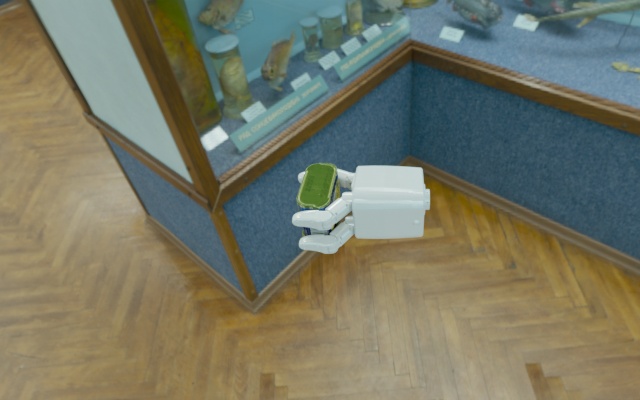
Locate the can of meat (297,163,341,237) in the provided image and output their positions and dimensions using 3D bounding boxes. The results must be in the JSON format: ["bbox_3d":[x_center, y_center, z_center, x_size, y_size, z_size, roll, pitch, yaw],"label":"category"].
[{"bbox_3d":[0.000,0.002,0.760,0.057,0.102,0.084,3,-43,12],"label":"can of meat"}]
